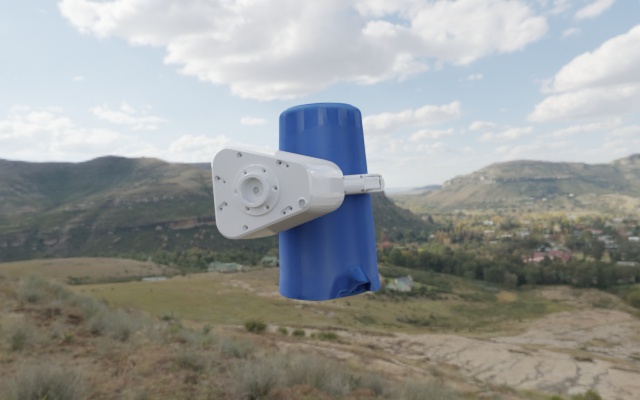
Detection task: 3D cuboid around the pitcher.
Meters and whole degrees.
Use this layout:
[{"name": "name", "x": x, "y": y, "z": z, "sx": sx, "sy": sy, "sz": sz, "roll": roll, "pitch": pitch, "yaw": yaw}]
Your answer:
[{"name": "pitcher", "x": 0.000, "y": 0.002, "z": 0.632, "sx": 0.149, "sy": 0.243, "sz": 0.145, "roll": -3, "pitch": 1, "yaw": 17}]
